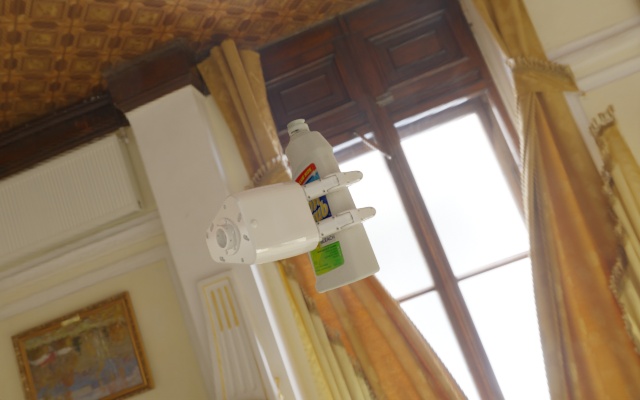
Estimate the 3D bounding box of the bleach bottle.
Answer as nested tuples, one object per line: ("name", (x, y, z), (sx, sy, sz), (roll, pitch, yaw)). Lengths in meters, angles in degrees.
("bleach bottle", (0.000, 0.002, 0.708), (0.068, 0.251, 0.102), (-11, -13, -45))
